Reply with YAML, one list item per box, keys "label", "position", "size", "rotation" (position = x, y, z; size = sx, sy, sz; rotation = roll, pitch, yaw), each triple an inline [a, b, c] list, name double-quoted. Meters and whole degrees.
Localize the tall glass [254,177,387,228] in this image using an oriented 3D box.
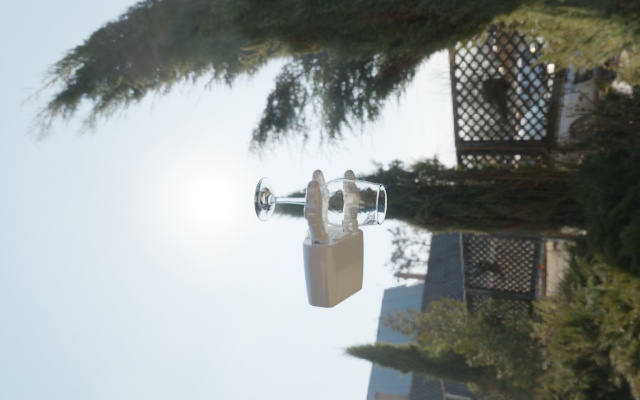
- label: "tall glass"
  position: [-0.001, 0.002, 0.757]
  size: [0.201, 0.079, 0.079]
  rotation: [2, 1, 21]
